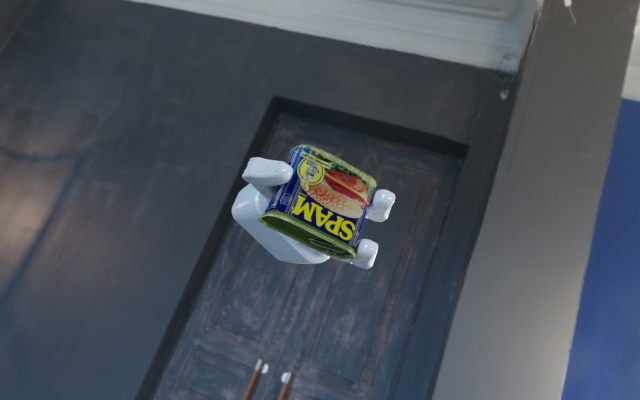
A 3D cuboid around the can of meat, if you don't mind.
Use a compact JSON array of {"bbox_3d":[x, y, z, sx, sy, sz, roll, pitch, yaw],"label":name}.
[{"bbox_3d":[0.000,0.001,0.491,0.102,0.084,0.057,28,-19,-19],"label":"can of meat"}]
